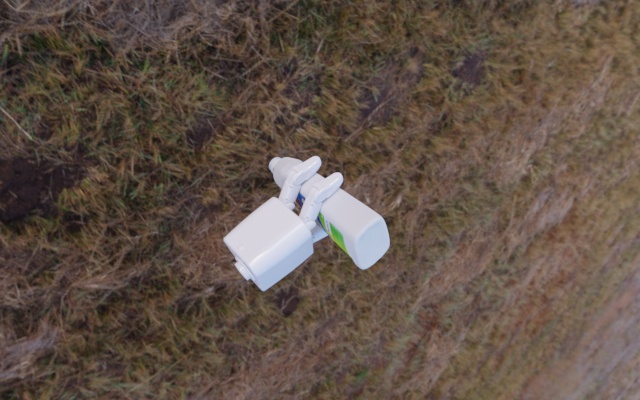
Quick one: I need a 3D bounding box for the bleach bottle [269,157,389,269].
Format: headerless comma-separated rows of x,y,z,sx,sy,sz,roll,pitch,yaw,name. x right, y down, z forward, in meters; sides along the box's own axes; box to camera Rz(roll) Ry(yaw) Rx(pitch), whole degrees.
0.000,0.003,0.786,0.250,0.068,0.103,38,-20,37,bleach bottle
